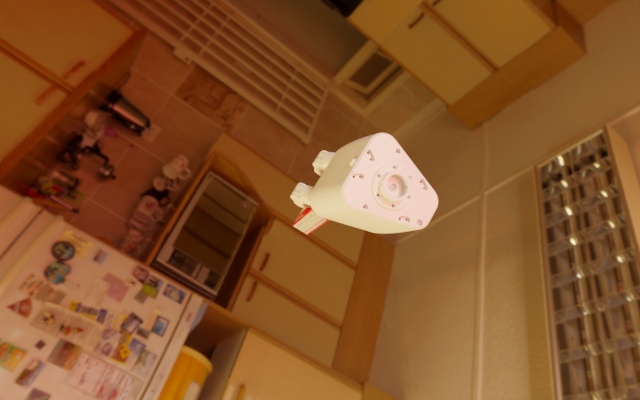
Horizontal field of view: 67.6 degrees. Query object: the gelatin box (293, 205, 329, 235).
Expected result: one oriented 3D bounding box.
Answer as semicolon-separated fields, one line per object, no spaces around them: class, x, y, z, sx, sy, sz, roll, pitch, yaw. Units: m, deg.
gelatin box;0.000;0.003;0.669;0.030;0.073;0.089;32;-25;-8
